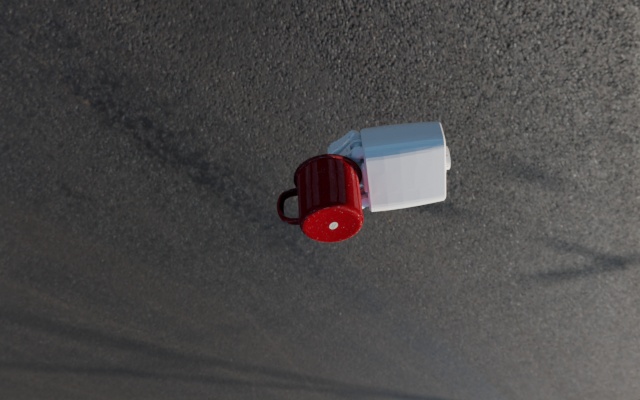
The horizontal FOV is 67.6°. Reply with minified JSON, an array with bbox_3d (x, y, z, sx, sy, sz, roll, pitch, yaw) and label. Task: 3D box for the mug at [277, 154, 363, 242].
[{"bbox_3d":[-0.001,0.002,0.622,0.117,0.081,0.093,-8,-39,5],"label":"mug"}]
